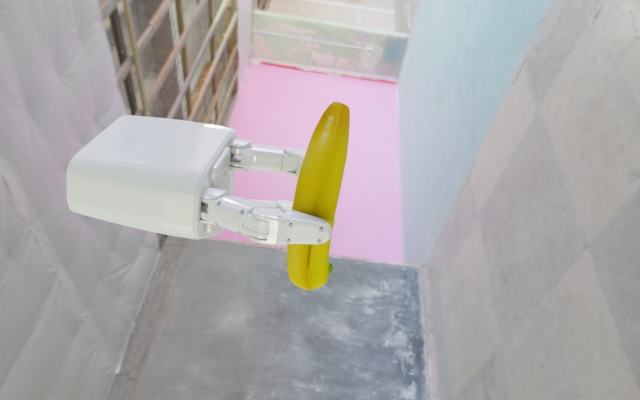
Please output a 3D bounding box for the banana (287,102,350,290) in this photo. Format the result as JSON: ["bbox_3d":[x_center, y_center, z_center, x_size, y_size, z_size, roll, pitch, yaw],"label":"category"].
[{"bbox_3d":[-0.004,0.016,0.401,0.037,0.198,0.069,12,42,7],"label":"banana"}]
